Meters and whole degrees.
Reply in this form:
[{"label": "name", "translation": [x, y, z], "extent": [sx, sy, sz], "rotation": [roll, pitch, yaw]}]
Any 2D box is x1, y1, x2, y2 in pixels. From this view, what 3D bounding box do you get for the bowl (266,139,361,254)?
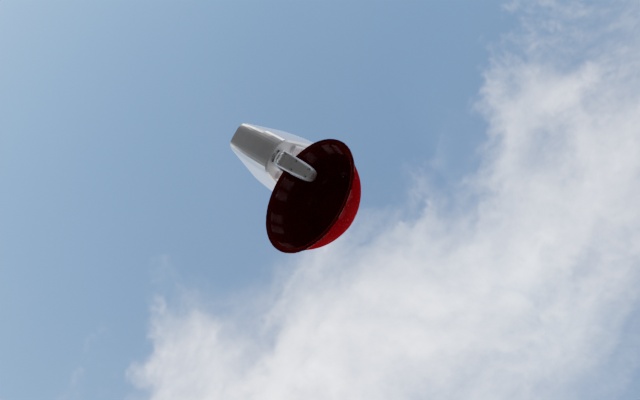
[{"label": "bowl", "translation": [0.001, 0.003, 0.627], "extent": [0.055, 0.162, 0.162], "rotation": [31, -19, -36]}]
